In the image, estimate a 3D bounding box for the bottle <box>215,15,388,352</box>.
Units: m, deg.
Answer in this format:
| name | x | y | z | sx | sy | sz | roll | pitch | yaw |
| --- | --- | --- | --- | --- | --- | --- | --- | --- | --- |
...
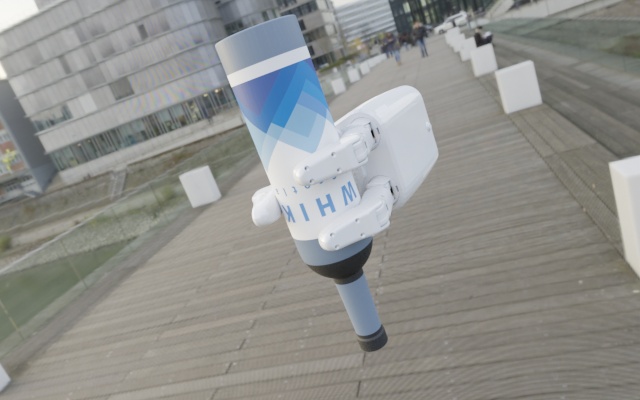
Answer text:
| name | x | y | z | sx | sy | sz | roll | pitch | yaw |
| --- | --- | --- | --- | --- | --- | --- | --- | --- | --- |
| bottle | 0.000 | 0.001 | 0.408 | 0.069 | 0.296 | 0.069 | -19 | 16 | 6 |
